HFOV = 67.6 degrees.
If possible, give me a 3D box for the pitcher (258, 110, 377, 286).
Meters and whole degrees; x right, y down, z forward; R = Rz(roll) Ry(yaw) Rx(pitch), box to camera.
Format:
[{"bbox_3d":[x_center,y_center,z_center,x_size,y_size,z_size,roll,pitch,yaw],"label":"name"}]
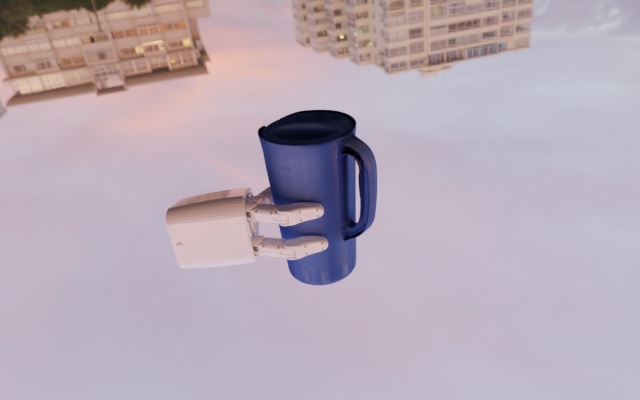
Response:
[{"bbox_3d":[0.000,0.002,0.687,0.145,0.243,0.149,-8,29,-3],"label":"pitcher"}]
